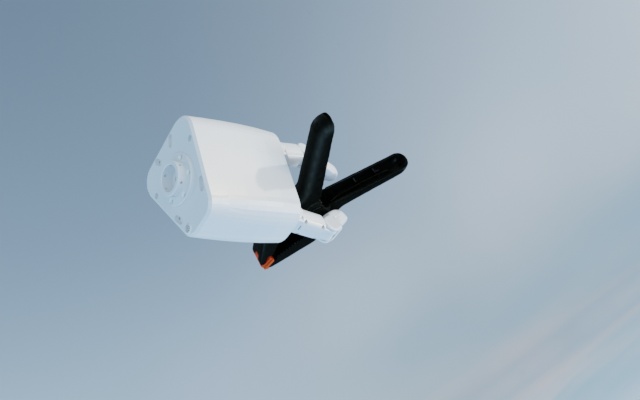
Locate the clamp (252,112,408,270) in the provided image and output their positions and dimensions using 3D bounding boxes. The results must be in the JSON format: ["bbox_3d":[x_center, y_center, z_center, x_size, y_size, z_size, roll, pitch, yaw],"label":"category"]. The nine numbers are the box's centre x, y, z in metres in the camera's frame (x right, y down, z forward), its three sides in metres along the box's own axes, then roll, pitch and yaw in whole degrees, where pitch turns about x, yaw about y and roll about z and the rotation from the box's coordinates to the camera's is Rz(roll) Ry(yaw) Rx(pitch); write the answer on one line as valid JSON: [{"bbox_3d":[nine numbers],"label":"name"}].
[{"bbox_3d":[0.000,0.003,0.550,0.164,0.210,0.036,10,38,-45],"label":"clamp"}]
